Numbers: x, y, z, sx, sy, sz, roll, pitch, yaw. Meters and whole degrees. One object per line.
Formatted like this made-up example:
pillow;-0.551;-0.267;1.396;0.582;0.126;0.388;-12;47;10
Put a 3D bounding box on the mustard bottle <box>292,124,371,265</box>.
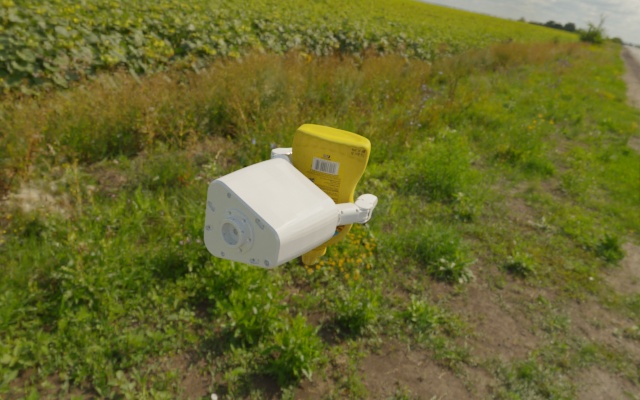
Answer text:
mustard bottle;0.000;0.002;0.631;0.096;0.192;0.058;14;25;5
